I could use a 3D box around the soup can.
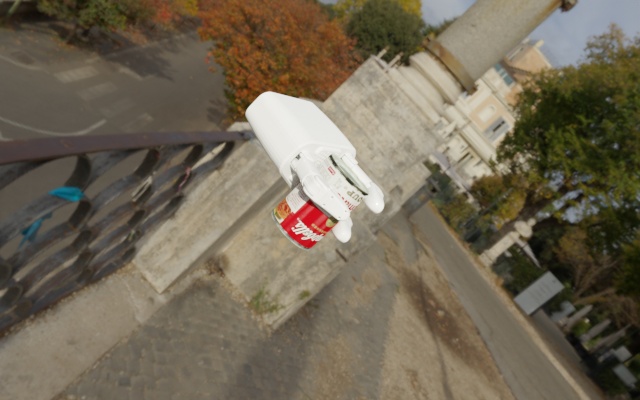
[{"bbox_3d":[0.000,0.002,0.577,0.102,0.068,0.068,-43,-12,13],"label":"soup can"}]
